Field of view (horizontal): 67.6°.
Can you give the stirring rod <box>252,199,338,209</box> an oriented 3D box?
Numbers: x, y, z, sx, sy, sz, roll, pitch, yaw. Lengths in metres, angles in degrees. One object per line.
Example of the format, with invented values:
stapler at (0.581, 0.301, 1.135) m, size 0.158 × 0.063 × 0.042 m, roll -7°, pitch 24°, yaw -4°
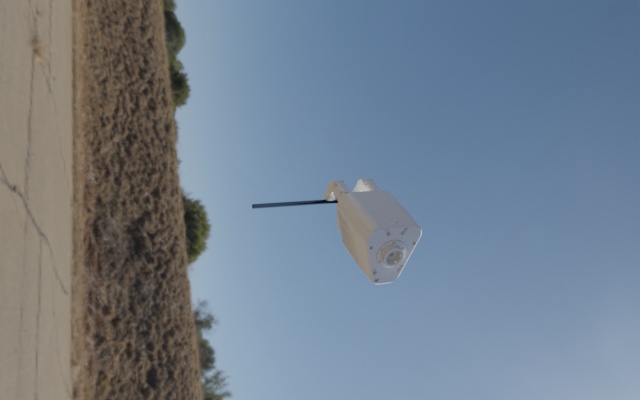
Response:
stirring rod at (0.000, 0.003, 0.832) m, size 0.239 × 0.011 × 0.011 m, roll -4°, pitch 1°, yaw -21°
